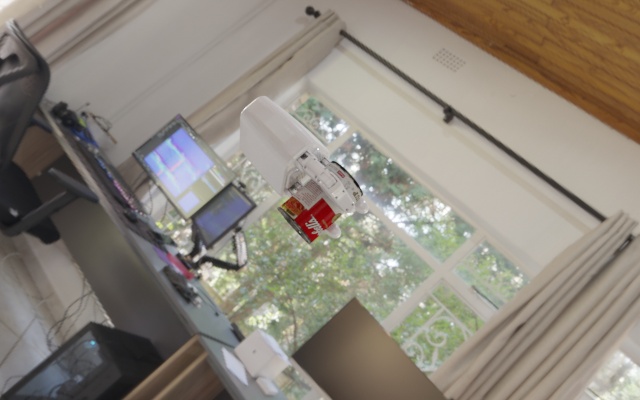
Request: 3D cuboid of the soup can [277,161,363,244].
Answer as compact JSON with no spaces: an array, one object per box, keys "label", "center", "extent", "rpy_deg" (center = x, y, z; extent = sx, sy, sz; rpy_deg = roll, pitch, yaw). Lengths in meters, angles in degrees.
[{"label":"soup can","center":[0.001,0.002,0.662],"extent":[0.102,0.068,0.068],"rpy_deg":[-42,7,-9]}]
